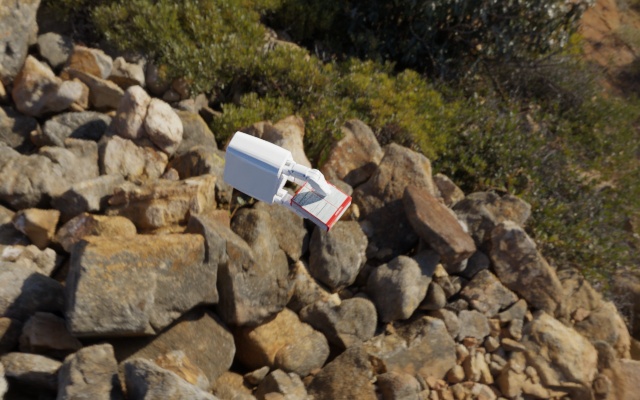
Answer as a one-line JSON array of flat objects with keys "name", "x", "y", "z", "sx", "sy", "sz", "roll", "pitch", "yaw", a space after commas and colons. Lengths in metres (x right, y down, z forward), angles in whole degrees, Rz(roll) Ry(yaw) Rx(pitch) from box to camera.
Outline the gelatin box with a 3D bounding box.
[{"name": "gelatin box", "x": 0.000, "y": 0.003, "z": 0.876, "sx": 0.089, "sy": 0.073, "sz": 0.030, "roll": 34, "pitch": -24, "yaw": 13}]
